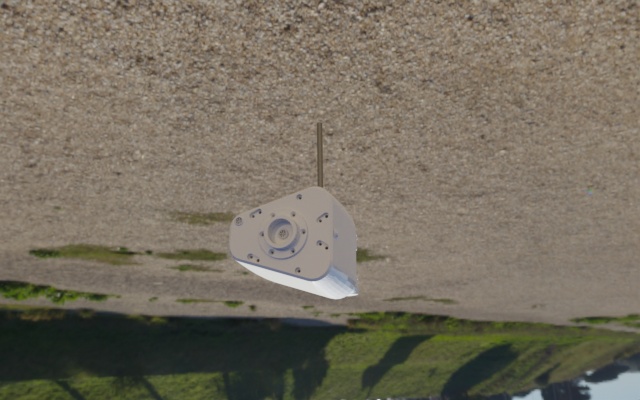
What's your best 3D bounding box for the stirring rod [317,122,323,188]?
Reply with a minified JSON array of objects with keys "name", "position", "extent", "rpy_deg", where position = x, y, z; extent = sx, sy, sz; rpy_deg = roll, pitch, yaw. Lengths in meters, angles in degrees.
[{"name":"stirring rod","position":[0.000,0.002,0.651],"extent":[0.011,0.239,0.011],"rpy_deg":[-1,-19,0]}]
